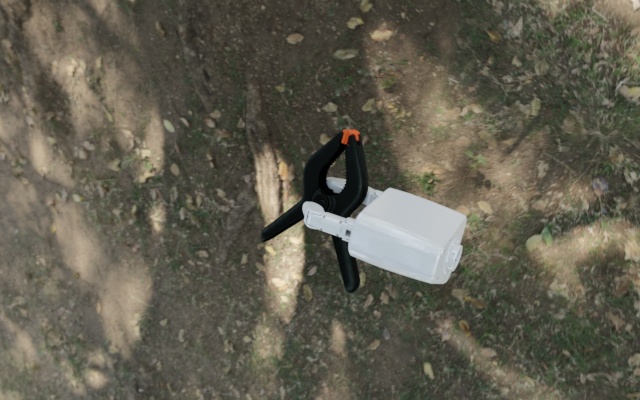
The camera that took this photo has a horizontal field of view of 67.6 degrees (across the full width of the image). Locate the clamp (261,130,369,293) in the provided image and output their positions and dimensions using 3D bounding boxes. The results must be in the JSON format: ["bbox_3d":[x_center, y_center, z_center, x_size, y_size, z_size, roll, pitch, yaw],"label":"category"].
[{"bbox_3d":[0.000,0.002,0.647,0.164,0.210,0.036,19,16,25],"label":"clamp"}]
